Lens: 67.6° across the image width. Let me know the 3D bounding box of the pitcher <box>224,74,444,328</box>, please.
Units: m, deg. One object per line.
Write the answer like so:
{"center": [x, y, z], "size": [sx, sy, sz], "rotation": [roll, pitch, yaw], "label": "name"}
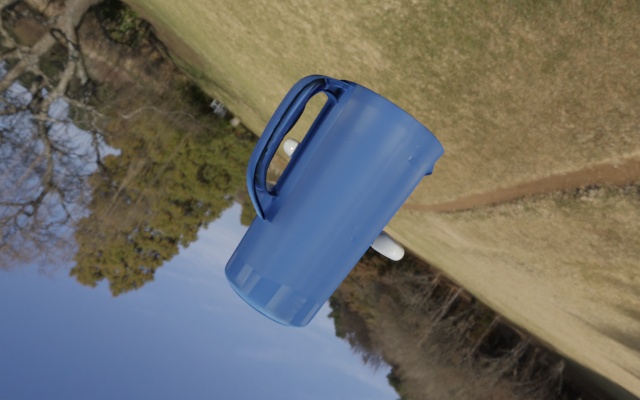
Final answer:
{"center": [0.000, 0.002, 0.498], "size": [0.149, 0.243, 0.145], "rotation": [35, 1, 13], "label": "pitcher"}
